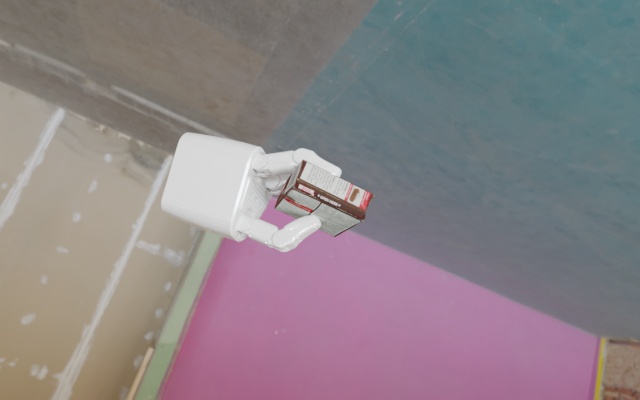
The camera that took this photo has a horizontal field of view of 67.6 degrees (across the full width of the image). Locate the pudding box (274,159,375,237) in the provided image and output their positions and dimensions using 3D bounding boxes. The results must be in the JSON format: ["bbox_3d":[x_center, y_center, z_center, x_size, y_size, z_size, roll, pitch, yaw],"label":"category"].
[{"bbox_3d":[0.000,0.002,0.564,0.090,0.039,0.113,25,-17,-9],"label":"pudding box"}]
